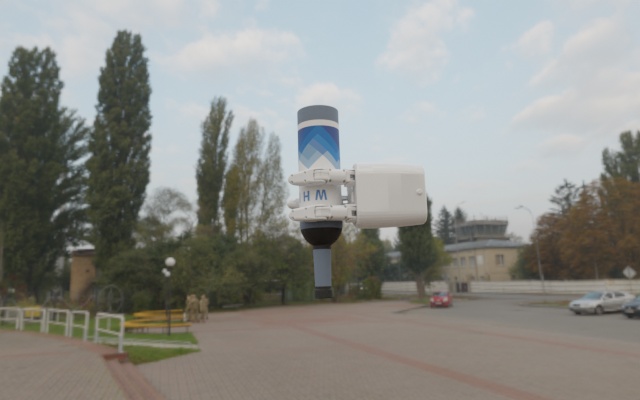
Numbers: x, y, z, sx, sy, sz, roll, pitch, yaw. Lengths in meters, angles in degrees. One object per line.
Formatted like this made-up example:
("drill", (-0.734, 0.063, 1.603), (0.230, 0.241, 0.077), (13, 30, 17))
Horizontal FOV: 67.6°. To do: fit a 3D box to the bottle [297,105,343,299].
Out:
("bottle", (0.000, 0.002, 0.745), (0.069, 0.295, 0.069), (-2, -10, 0))
